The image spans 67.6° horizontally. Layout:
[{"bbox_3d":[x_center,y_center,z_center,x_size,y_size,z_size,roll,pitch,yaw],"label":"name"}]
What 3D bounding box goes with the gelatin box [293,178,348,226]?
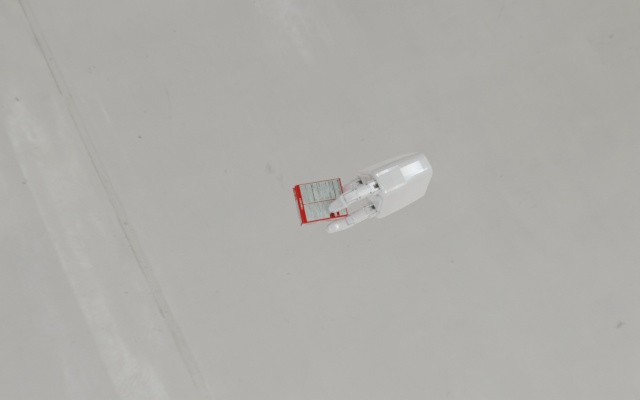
[{"bbox_3d":[0.000,0.003,0.874,0.089,0.073,0.030,-10,-11,-16],"label":"gelatin box"}]
